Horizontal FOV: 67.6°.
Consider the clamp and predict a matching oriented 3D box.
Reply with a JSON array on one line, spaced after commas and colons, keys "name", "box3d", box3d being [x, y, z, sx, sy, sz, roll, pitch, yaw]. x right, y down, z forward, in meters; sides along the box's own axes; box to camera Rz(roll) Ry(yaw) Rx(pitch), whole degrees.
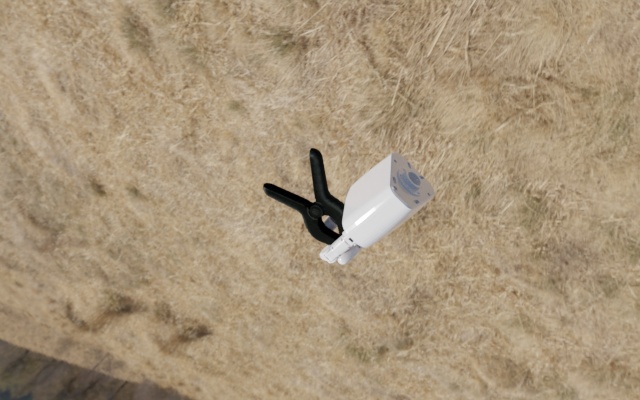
[{"name": "clamp", "box3d": [0.000, 0.003, 0.760, 0.120, 0.171, 0.039, -43, 5, 35]}]
